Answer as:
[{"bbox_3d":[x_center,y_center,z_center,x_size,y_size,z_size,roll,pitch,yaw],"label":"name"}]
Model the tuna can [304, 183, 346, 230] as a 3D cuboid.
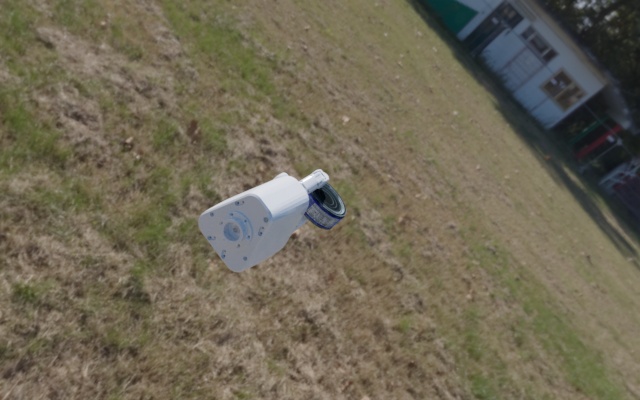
[{"bbox_3d":[0.001,0.002,0.752,0.034,0.086,0.086,-42,-20,23],"label":"tuna can"}]
